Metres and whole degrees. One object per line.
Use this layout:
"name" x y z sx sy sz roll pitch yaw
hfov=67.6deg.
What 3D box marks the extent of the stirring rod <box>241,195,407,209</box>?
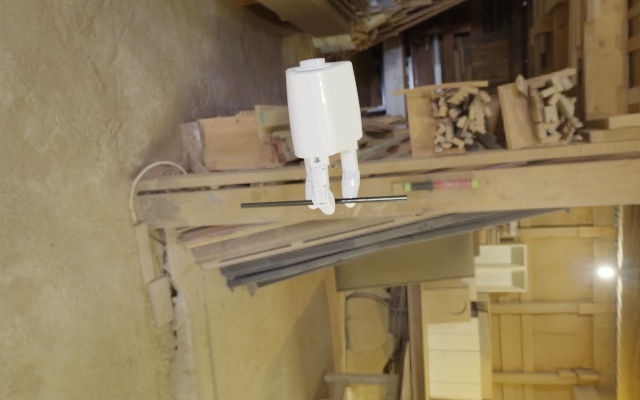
"stirring rod" 0.000 0.002 0.673 0.239 0.011 0.011 -3 -1 14
